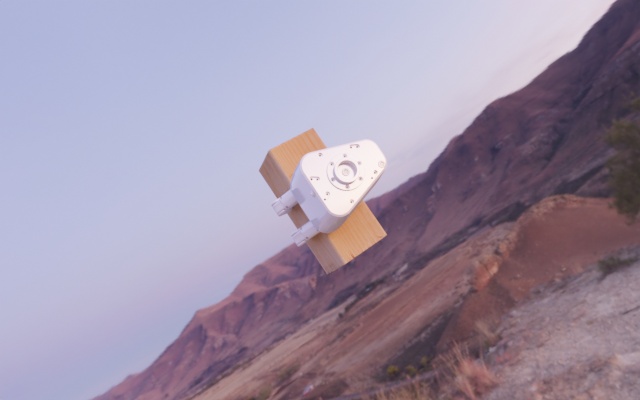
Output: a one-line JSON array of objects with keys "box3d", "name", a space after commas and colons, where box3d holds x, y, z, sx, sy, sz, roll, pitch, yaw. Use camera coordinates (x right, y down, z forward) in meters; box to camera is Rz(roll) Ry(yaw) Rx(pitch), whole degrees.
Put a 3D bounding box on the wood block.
[{"box3d": [0.000, 0.002, 0.766, 0.091, 0.206, 0.090, -31, -7, -24], "name": "wood block"}]
